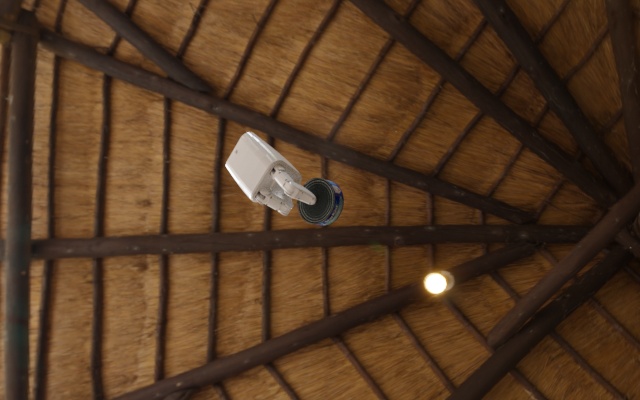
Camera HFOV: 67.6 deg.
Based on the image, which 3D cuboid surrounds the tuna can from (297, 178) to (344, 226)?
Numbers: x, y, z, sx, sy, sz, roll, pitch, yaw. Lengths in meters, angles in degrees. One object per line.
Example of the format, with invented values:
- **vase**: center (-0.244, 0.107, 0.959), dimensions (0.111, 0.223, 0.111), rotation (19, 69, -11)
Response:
- **tuna can**: center (0.001, 0.003, 0.879), dimensions (0.086, 0.086, 0.034), rotation (0, -8, 37)
